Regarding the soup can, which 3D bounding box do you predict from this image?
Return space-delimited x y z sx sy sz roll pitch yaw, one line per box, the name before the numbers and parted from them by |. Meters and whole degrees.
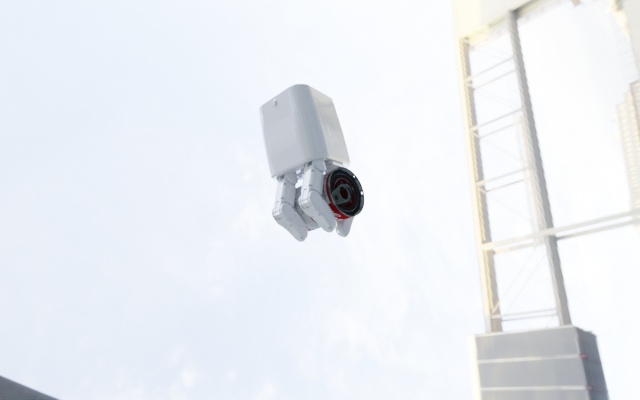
soup can | 0.000 0.003 0.654 0.102 0.068 0.068 -22 -15 41
